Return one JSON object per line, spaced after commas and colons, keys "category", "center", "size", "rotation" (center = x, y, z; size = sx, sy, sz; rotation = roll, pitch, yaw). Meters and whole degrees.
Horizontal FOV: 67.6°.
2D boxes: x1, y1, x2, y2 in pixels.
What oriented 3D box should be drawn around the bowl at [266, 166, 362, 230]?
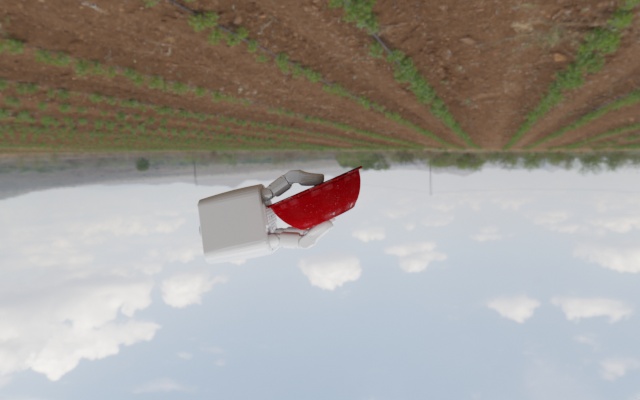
{"category": "bowl", "center": [0.001, 0.002, 0.734], "size": [0.162, 0.055, 0.162], "rotation": [-24, 2, 1]}
